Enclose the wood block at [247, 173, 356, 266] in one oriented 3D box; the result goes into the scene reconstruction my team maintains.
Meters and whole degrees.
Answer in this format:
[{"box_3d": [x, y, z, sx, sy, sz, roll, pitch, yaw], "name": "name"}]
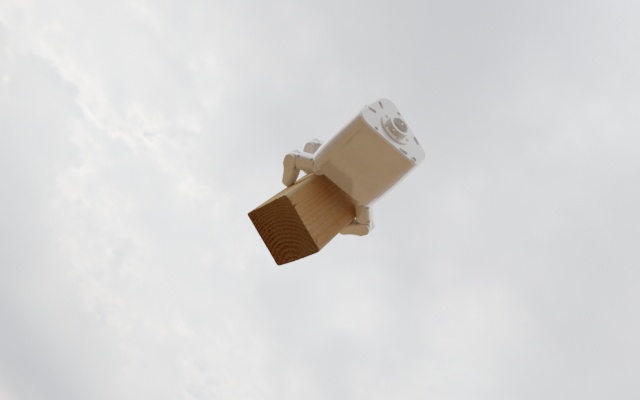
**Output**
[{"box_3d": [0.001, 0.002, 0.726, 0.090, 0.091, 0.206, -24, 9, 40], "name": "wood block"}]
